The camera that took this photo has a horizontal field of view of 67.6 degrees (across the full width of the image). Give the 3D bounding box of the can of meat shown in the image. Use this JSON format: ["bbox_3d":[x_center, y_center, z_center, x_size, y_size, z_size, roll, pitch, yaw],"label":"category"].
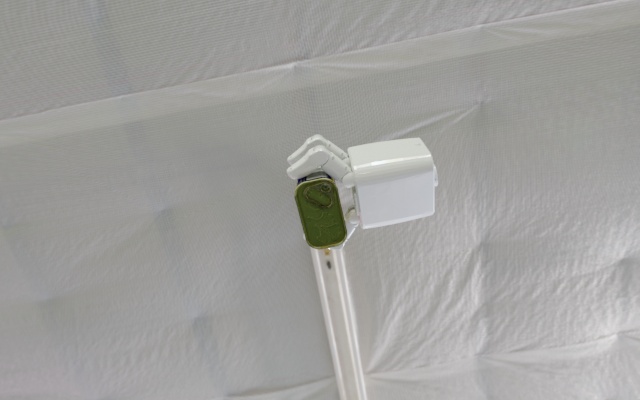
[{"bbox_3d":[0.000,0.002,0.666,0.057,0.102,0.084,-12,25,4],"label":"can of meat"}]
